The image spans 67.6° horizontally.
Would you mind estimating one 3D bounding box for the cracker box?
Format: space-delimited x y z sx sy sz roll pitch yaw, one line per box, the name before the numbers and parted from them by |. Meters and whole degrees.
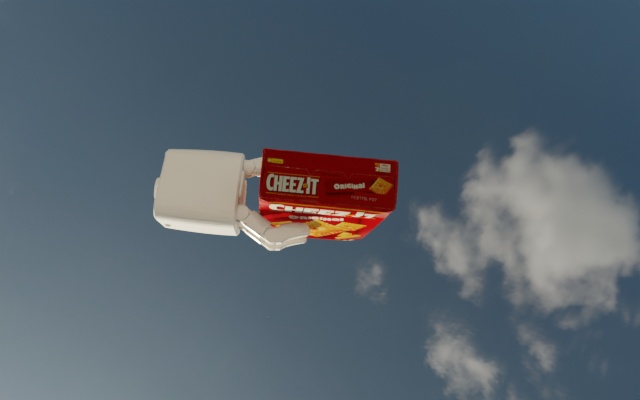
cracker box | 0.000 0.002 0.657 0.164 0.072 0.214 4 -14 -5
